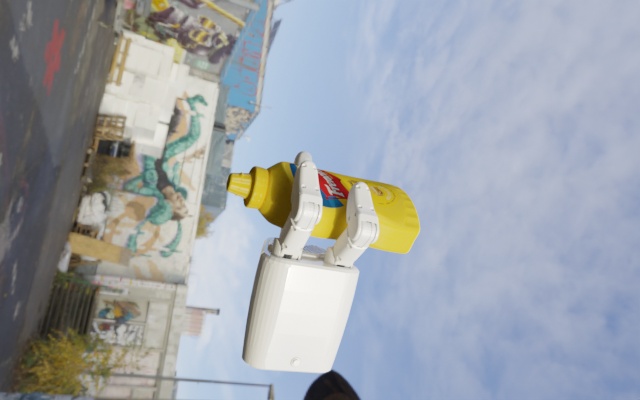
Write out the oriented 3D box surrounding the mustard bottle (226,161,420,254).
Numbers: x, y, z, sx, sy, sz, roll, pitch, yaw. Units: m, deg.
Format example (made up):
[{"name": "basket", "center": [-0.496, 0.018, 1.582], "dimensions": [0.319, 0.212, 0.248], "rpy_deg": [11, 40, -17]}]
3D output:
[{"name": "mustard bottle", "center": [0.000, 0.001, 0.484], "dimensions": [0.191, 0.058, 0.096], "rpy_deg": [12, 30, -22]}]
